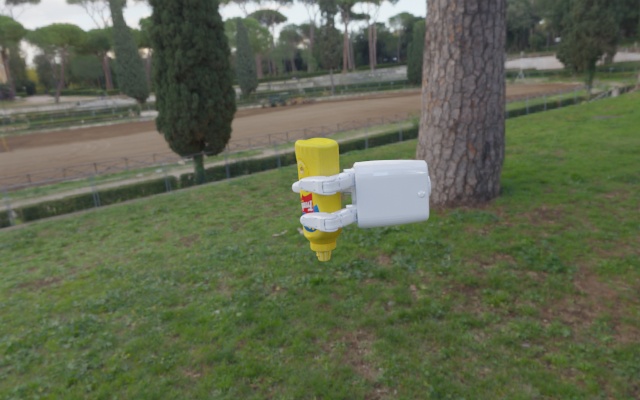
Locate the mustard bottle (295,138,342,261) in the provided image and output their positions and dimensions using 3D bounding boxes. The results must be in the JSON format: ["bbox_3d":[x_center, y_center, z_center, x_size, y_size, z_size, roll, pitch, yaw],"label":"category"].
[{"bbox_3d":[0.000,0.002,0.743,0.058,0.192,0.096,-11,16,-22],"label":"mustard bottle"}]
